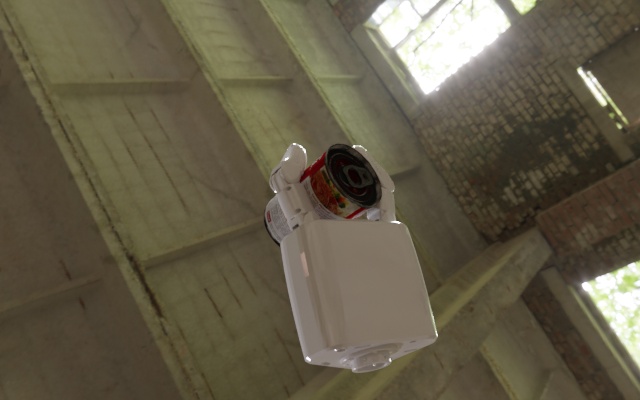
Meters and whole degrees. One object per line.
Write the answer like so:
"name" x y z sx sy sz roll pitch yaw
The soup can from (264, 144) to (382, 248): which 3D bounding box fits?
"soup can" 0.000 0.001 0.463 0.068 0.068 0.102 0 -30 -46
